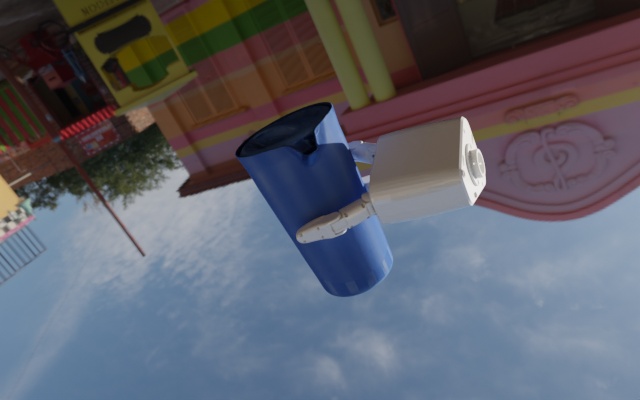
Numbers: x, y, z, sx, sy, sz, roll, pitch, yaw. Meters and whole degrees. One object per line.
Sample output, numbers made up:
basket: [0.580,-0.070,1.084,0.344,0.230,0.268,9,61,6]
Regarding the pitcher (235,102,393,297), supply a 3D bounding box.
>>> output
pitcher: [0.000,0.002,0.637,0.145,0.243,0.149,-14,27,30]
